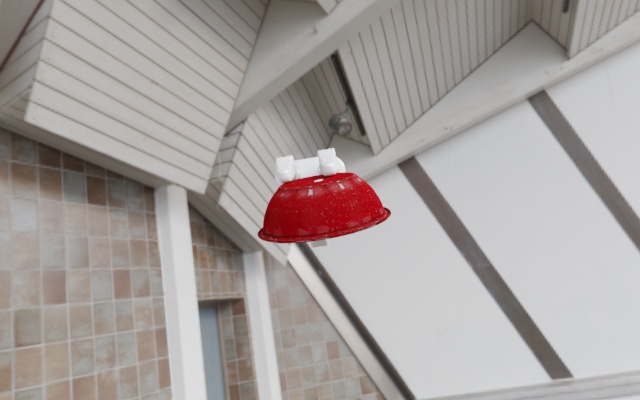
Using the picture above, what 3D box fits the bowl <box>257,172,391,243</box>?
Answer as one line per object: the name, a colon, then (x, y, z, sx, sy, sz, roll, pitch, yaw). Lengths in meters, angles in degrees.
bowl: (0.000, 0.002, 0.568, 0.162, 0.055, 0.162, -9, 10, 2)
